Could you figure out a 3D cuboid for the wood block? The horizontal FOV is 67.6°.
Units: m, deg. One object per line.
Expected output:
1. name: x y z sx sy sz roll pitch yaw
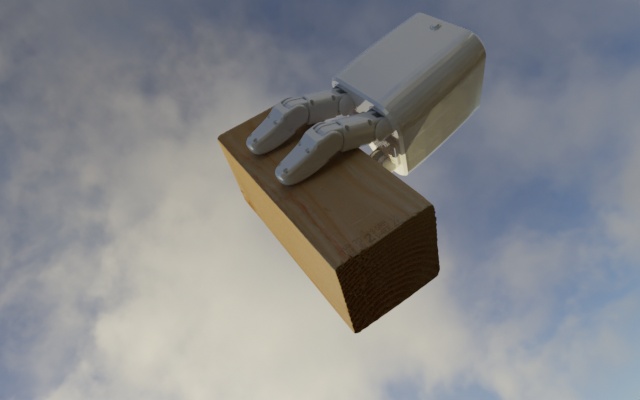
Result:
1. wood block: 0.000 0.001 0.425 0.090 0.091 0.206 -32 45 -14
